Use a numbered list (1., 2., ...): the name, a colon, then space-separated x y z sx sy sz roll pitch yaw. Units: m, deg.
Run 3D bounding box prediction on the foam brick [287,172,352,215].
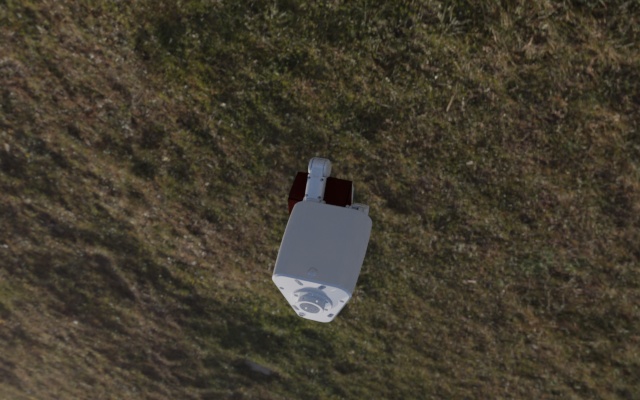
1. foam brick: 0.000 0.002 0.637 0.078 0.051 0.053 10 -38 11
